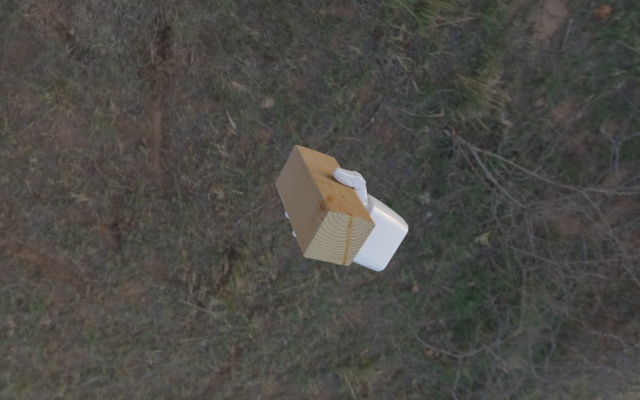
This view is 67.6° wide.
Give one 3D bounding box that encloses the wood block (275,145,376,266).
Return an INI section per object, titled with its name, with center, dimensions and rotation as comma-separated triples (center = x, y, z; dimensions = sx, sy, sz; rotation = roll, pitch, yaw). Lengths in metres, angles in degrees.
[wood block]
center = 0.001, 0.003, 0.806
dimensions = 0.090, 0.091, 0.206
rotation = 16, 27, -29
